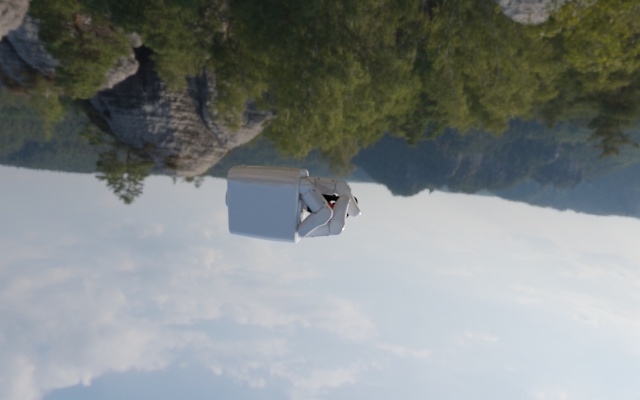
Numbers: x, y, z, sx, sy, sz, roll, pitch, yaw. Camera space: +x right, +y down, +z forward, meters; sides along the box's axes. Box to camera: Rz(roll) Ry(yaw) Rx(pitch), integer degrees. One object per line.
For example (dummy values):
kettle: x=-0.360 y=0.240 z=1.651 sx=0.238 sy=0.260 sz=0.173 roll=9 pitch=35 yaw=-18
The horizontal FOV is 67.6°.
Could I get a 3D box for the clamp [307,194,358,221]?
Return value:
clamp: x=0.000 y=0.003 z=0.801 sx=0.120 sy=0.039 sz=0.171 roll=6 pitch=6 yaw=6
